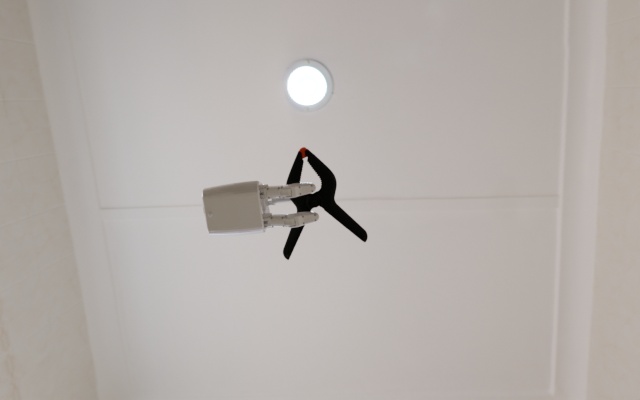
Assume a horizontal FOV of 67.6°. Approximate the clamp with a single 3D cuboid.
[{"bbox_3d":[0.000,0.002,0.897,0.164,0.210,0.036,-7,12,-2],"label":"clamp"}]
